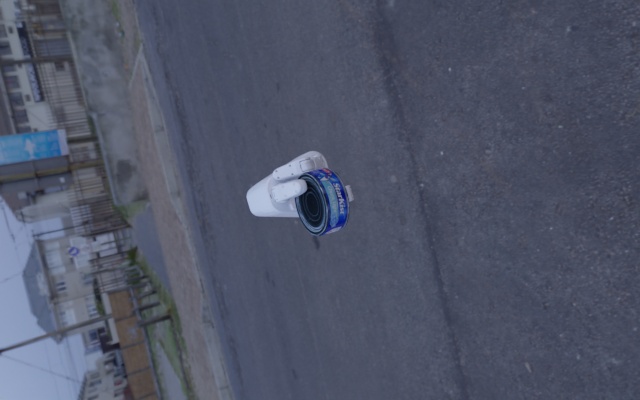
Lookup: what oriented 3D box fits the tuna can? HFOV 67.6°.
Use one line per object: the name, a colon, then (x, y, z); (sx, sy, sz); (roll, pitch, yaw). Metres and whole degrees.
tuna can: (0.000, 0.002, 0.624); (0.034, 0.086, 0.086); (-14, 7, -30)
